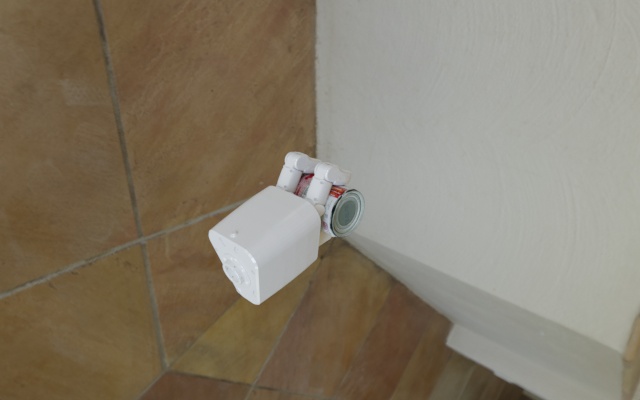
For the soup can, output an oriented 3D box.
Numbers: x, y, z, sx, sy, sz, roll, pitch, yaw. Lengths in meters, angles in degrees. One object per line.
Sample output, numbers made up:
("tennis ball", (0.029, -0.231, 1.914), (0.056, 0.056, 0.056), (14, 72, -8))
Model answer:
("soup can", (0.001, 0.002, 0.648), (0.102, 0.068, 0.068), (23, 14, 38))
